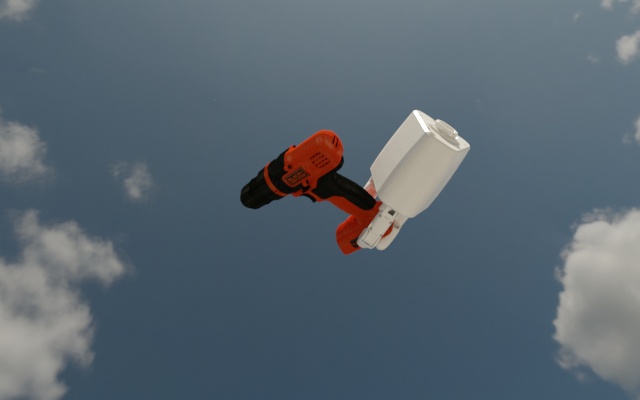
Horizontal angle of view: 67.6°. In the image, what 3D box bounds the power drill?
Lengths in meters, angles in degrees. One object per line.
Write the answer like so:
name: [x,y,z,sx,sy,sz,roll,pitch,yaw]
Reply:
power drill: [0.001,0.002,0.685,0.184,0.057,0.188,-30,-55,36]
